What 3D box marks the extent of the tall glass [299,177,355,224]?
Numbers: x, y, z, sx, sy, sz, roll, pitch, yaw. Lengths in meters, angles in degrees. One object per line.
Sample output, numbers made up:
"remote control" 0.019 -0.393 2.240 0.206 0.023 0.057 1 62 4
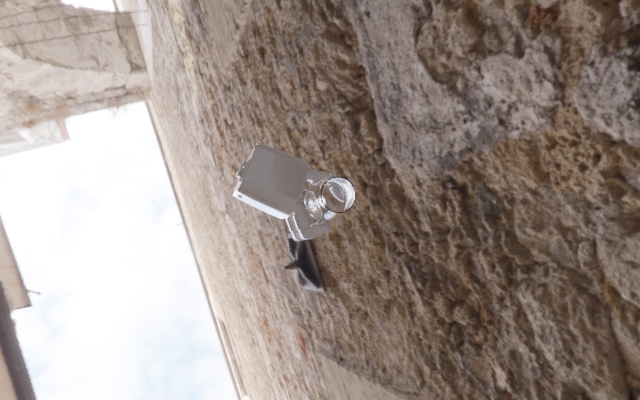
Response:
"tall glass" 0.000 0.003 0.882 0.079 0.079 0.201 0 -7 -18
